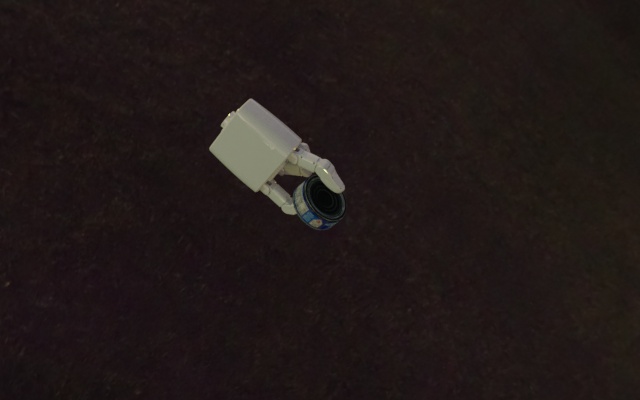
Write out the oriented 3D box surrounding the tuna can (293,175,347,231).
[{"bbox_3d":[0.001,0.002,0.763,0.086,0.086,0.034,0,-27,-40],"label":"tuna can"}]
